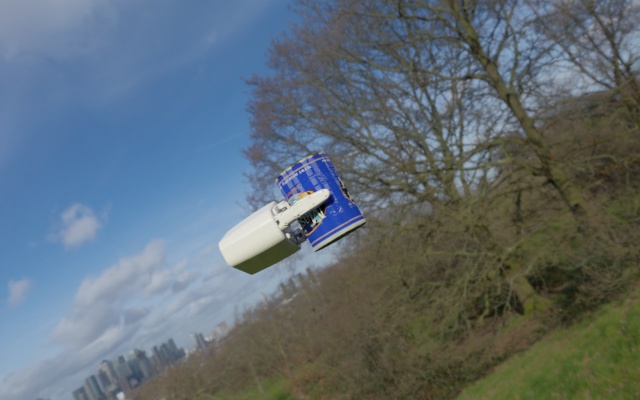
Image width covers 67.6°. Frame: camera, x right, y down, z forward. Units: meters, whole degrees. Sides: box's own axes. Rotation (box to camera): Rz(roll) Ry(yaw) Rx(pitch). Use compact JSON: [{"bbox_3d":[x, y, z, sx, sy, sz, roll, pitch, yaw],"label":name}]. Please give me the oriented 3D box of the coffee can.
[{"bbox_3d":[0.000,0.003,0.820,0.103,0.140,0.103,-29,-8,-4],"label":"coffee can"}]
